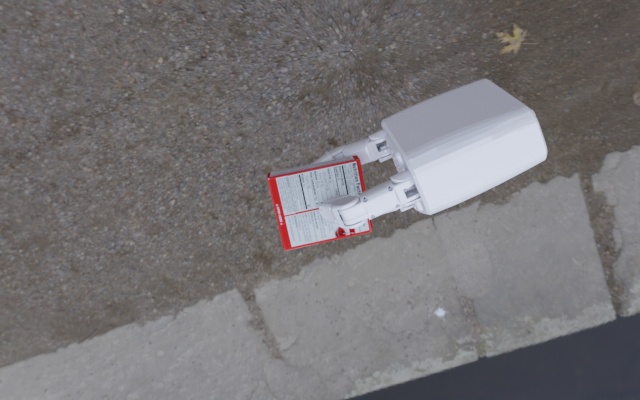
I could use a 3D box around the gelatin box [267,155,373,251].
[{"bbox_3d":[0.000,0.002,0.456,0.089,0.073,0.030,-12,15,-1],"label":"gelatin box"}]
